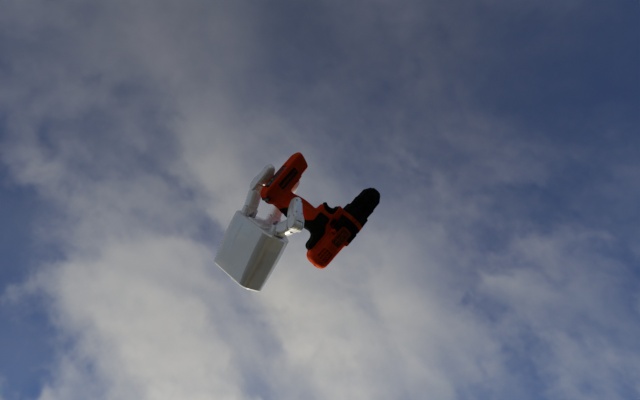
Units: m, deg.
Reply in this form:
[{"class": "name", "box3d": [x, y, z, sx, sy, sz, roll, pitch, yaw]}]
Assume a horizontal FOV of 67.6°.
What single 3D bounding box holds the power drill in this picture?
[{"class": "power drill", "box3d": [0.000, 0.003, 0.866, 0.188, 0.184, 0.057, 44, -13, -14]}]
